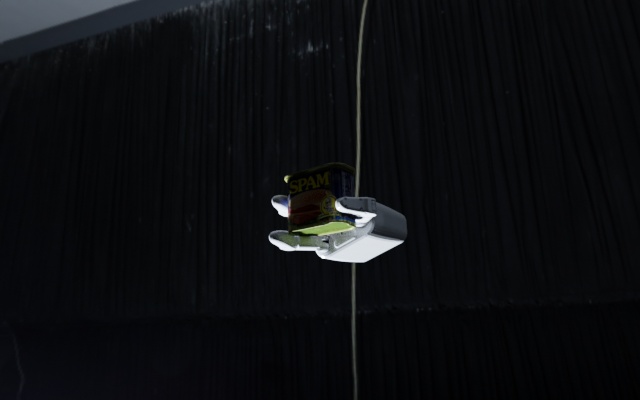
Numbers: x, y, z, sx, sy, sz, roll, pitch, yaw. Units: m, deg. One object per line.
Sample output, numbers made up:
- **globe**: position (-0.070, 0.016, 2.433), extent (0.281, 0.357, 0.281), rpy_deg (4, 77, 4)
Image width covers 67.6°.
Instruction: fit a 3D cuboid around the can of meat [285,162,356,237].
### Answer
- **can of meat**: position (0.000, 0.002, 0.669), extent (0.102, 0.084, 0.057), rpy_deg (-13, -19, 33)
